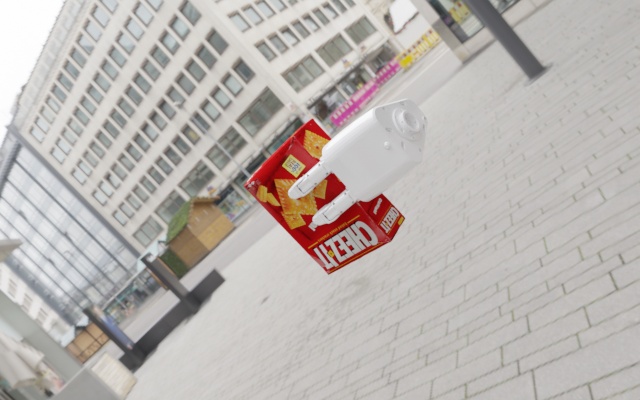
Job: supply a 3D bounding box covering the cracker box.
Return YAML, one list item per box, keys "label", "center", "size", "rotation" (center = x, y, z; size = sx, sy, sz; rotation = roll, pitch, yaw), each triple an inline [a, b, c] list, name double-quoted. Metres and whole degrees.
- label: "cracker box"
  center: [0.000, 0.002, 0.762]
  size: [0.164, 0.214, 0.072]
  rotation: [-36, 9, 45]
